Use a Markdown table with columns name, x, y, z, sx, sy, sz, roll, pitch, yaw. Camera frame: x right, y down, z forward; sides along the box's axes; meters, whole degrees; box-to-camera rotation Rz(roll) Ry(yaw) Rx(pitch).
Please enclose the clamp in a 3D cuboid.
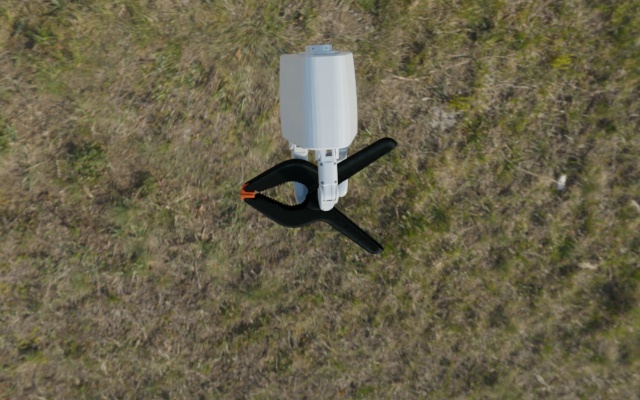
| name | x | y | z | sx | sy | sz | roll | pitch | yaw |
| --- | --- | --- | --- | --- | --- | --- | --- | --- | --- |
| clamp | 0.000 | 0.002 | 0.642 | 0.210 | 0.164 | 0.036 | -4 | 17 | -6 |
